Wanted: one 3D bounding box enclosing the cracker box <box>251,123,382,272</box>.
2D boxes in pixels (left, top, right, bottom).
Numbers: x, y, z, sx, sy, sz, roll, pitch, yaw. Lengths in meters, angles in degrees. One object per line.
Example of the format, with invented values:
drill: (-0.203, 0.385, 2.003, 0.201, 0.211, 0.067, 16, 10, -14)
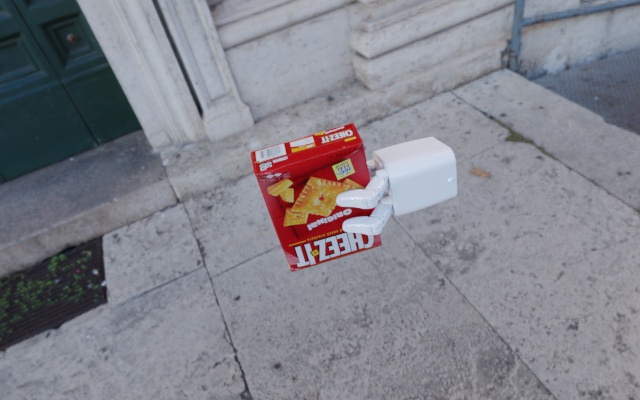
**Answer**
cracker box: (0.000, 0.002, 0.758, 0.164, 0.214, 0.072, -16, 38, -1)
